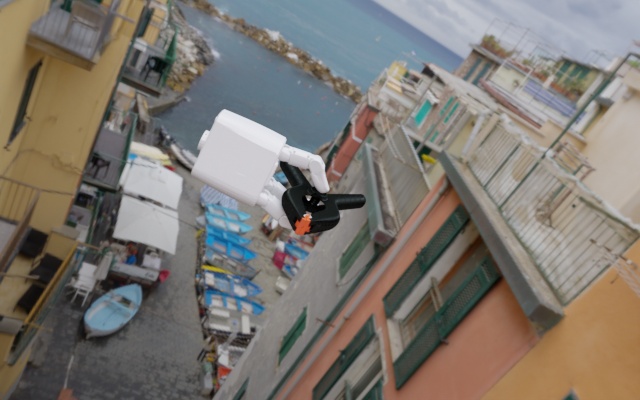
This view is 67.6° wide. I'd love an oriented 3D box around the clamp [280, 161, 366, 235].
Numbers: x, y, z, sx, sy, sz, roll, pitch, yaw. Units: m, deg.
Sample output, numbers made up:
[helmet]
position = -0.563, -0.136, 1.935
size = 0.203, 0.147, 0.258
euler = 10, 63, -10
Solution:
[clamp]
position = 0.000, 0.002, 0.757
size = 0.164, 0.036, 0.210
euler = 24, 24, -8
